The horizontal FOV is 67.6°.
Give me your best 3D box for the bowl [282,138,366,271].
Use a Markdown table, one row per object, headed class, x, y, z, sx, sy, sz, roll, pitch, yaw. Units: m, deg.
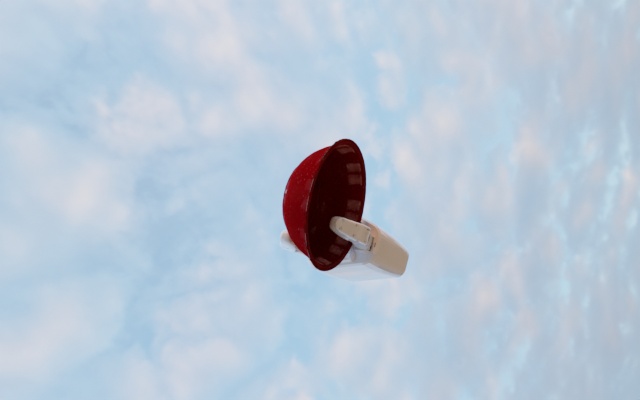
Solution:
| class | x | y | z | sx | sy | sz | roll | pitch | yaw |
| --- | --- | --- | --- | --- | --- | --- | --- | --- | --- |
| bowl | -0.001 | 0.001 | 0.584 | 0.055 | 0.162 | 0.162 | 11 | 5 | 26 |
